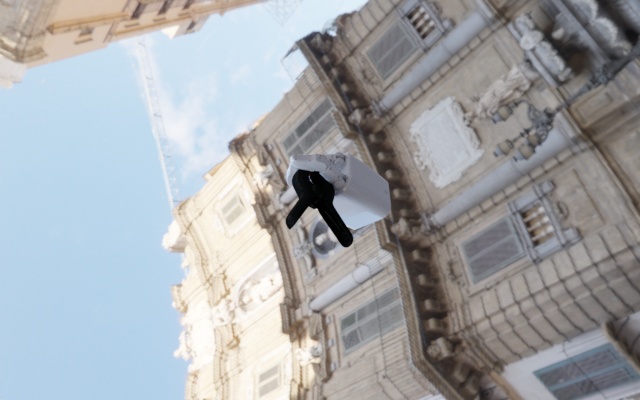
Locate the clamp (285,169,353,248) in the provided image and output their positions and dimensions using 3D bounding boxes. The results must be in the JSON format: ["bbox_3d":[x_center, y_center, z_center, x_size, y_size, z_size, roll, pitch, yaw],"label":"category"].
[{"bbox_3d":[0.000,0.003,0.782,0.120,0.171,0.039,32,-52,-26],"label":"clamp"}]
